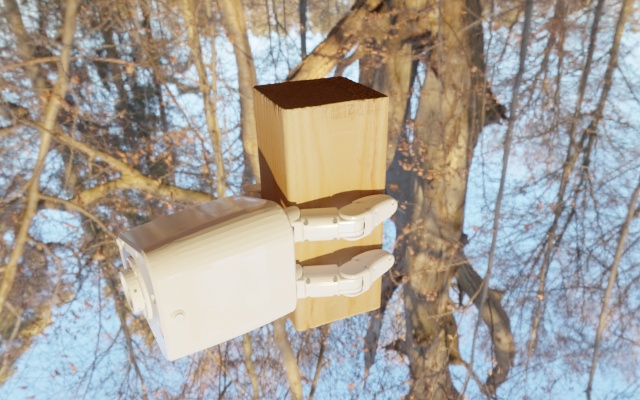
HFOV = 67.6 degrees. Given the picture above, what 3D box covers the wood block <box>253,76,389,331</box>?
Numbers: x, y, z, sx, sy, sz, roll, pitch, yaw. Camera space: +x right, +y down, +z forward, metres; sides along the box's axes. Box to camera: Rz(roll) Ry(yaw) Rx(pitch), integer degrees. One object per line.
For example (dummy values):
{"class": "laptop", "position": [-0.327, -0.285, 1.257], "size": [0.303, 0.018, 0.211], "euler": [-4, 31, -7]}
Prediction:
{"class": "wood block", "position": [0.000, 0.002, 0.437], "size": [0.090, 0.206, 0.090], "euler": [-12, 29, -20]}
